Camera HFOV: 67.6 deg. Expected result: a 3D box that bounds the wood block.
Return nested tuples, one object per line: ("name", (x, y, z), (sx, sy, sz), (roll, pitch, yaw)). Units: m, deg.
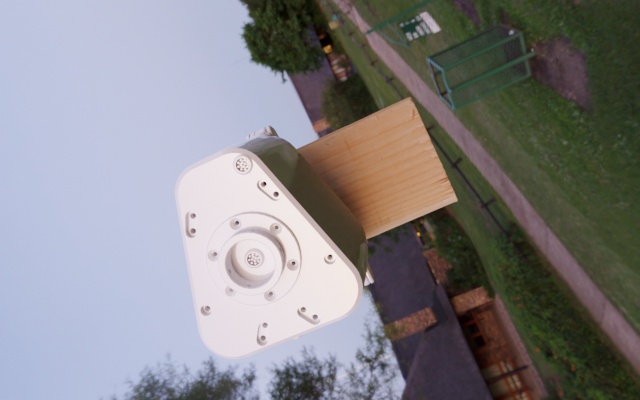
("wood block", (0.000, 0.001, 0.419), (0.206, 0.091, 0.090), (-23, -4, 7))
